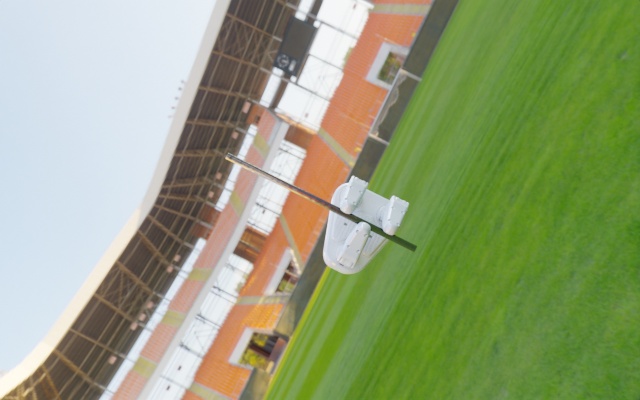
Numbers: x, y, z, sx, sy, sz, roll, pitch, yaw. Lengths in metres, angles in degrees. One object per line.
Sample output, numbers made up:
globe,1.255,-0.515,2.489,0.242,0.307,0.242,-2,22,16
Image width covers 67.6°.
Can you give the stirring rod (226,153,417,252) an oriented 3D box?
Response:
stirring rod,0.000,0.002,0.547,0.239,0.011,0.011,26,1,2
